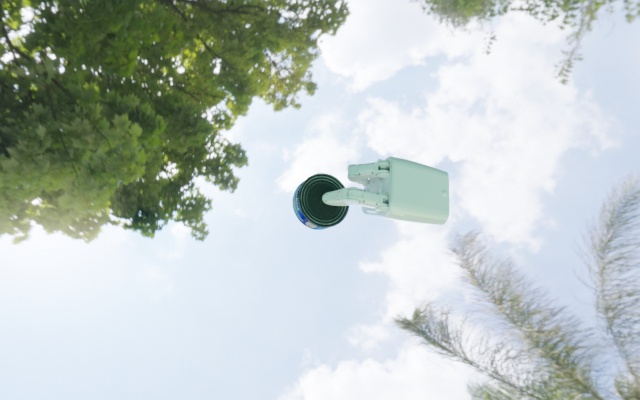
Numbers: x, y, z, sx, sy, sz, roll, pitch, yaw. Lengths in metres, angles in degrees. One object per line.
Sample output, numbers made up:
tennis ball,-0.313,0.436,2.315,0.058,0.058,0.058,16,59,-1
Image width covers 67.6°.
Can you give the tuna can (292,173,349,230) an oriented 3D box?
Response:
tuna can,0.000,0.003,0.747,0.086,0.086,0.034,0,-12,-24
